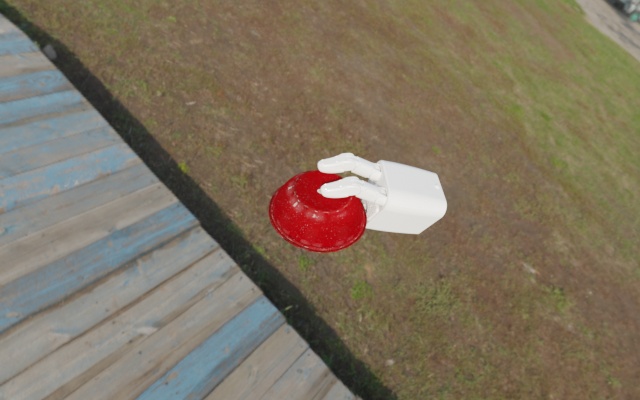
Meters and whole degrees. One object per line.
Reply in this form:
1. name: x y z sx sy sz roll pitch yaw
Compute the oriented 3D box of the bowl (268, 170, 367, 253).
1. bowl: -0.001 0.002 0.754 0.162 0.162 0.055 0 -43 -11
